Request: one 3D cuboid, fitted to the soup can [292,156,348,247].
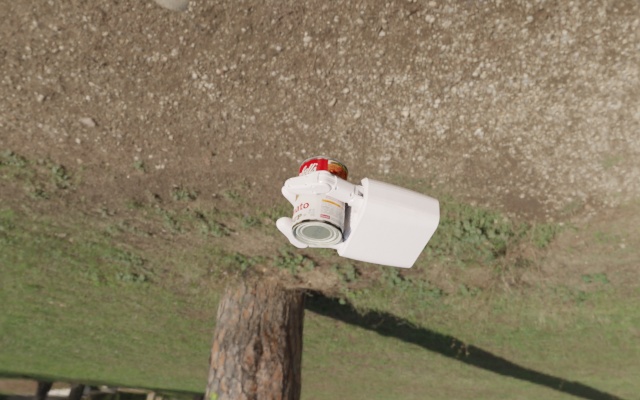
[{"bbox_3d":[0.000,0.002,0.633,0.068,0.102,0.069,4,-33,3],"label":"soup can"}]
